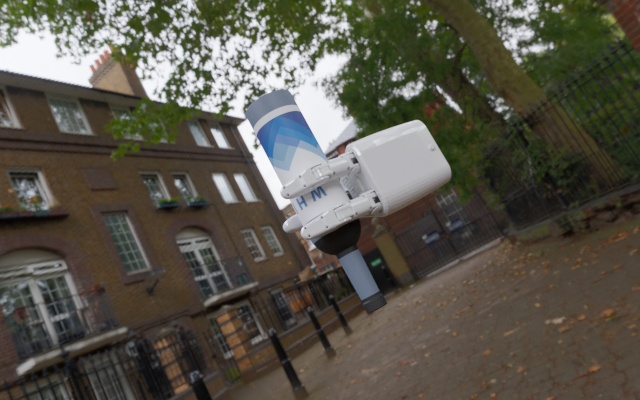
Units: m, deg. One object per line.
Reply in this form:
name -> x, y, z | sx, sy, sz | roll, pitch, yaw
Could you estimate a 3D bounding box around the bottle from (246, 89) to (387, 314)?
bottle -> 0.000, 0.002, 0.597 | 0.069, 0.295, 0.069 | -27, -11, -6
